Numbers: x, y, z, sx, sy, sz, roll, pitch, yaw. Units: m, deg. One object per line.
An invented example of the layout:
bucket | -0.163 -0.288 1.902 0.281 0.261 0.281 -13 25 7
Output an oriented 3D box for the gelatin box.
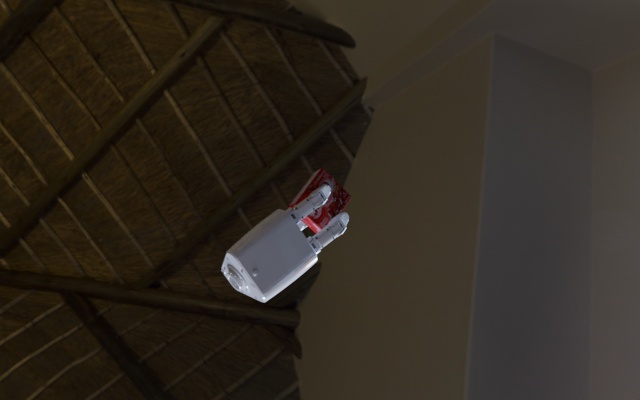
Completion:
gelatin box | 0.000 0.002 0.787 0.073 0.089 0.030 44 -31 -13
